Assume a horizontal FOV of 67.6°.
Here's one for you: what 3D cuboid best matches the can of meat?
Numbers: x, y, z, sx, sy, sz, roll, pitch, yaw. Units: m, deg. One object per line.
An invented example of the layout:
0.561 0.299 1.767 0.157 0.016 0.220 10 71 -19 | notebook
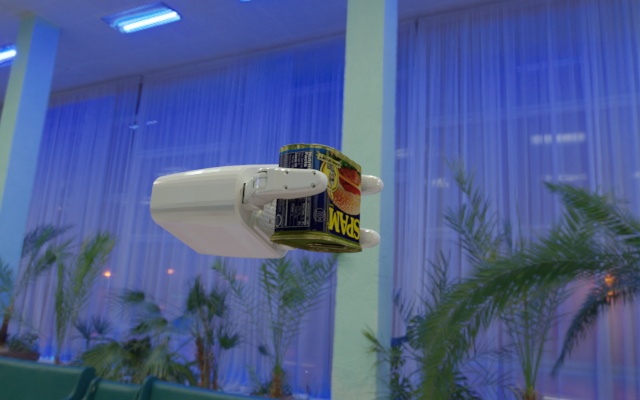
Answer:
0.000 0.001 0.440 0.057 0.084 0.102 -4 -14 27 | can of meat
